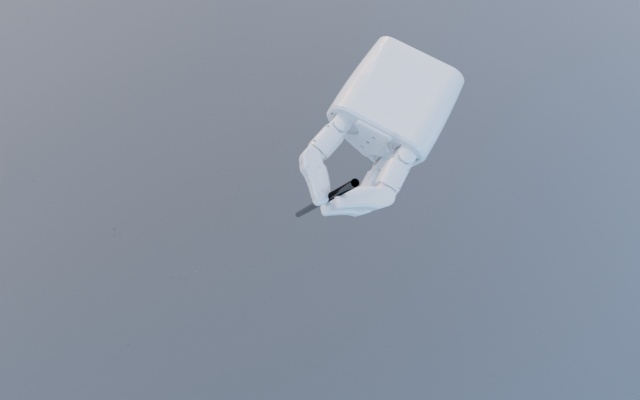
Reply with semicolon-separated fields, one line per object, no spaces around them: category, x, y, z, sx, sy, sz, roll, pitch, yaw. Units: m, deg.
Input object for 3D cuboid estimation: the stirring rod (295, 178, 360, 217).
stirring rod;0.000;0.002;0.531;0.011;0.011;0.239;0;-8;-15
